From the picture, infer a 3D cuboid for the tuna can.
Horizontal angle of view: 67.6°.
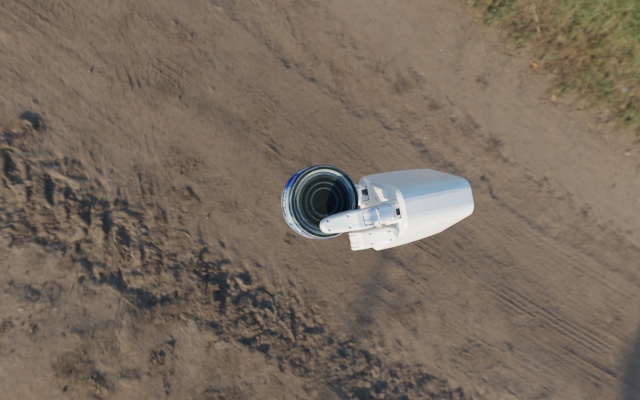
[{"bbox_3d":[0.000,0.002,0.549,0.086,0.086,0.034,0,-1,-19],"label":"tuna can"}]
